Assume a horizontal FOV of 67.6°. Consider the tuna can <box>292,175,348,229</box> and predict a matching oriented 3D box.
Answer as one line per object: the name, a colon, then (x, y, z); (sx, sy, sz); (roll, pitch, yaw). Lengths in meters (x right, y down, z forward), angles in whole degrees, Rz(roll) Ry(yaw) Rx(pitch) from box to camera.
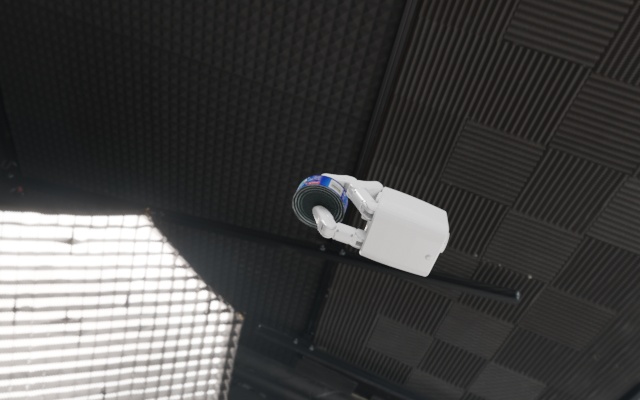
tuna can: (0.000, 0.002, 0.764); (0.086, 0.086, 0.033); (0, 35, 18)
